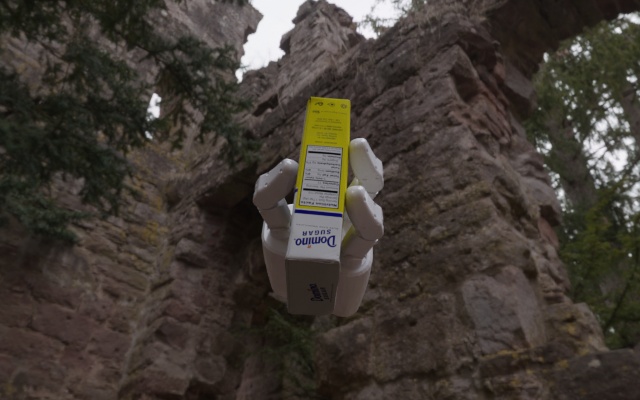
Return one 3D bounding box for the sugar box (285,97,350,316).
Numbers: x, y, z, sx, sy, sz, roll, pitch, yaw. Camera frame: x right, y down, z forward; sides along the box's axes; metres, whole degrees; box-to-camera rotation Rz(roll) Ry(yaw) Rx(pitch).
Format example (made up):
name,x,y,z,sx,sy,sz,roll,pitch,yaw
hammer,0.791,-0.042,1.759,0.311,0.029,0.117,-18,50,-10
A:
name,x,y,z,sx,sy,sz,roll,pitch,yaw
sugar box,0.001,0.001,0.420,0.048,0.176,0.093,3,-37,0
